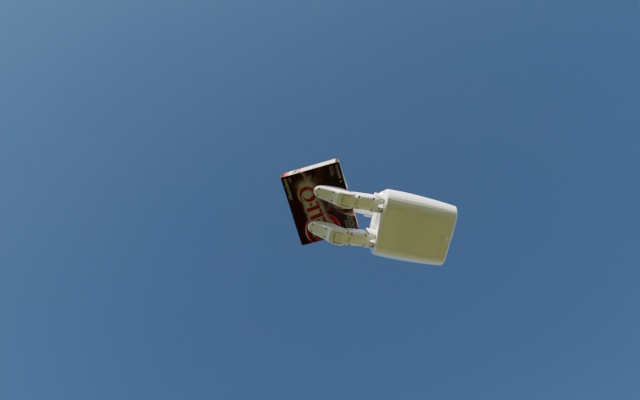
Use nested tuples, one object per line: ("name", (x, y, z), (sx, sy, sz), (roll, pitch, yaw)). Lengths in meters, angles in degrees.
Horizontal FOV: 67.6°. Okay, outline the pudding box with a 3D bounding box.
("pudding box", (0.000, 0.002, 0.715), (0.090, 0.113, 0.039), (-15, 12, 7))
